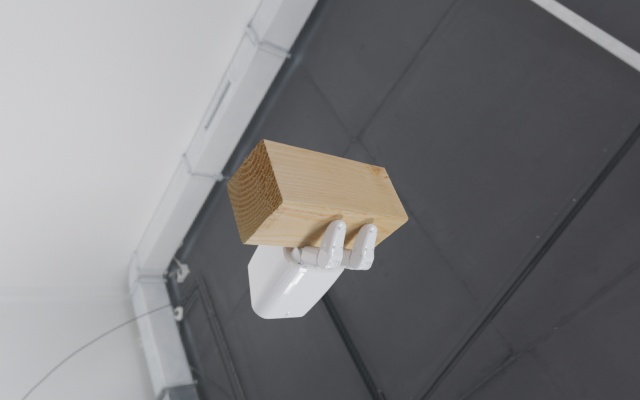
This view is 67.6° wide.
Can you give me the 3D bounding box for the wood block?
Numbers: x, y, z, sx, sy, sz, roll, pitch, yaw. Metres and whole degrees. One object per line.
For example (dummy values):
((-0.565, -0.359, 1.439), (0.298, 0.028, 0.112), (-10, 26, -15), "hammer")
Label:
((0.000, 0.002, 0.606), (0.206, 0.090, 0.090), (8, -41, -41), "wood block")
